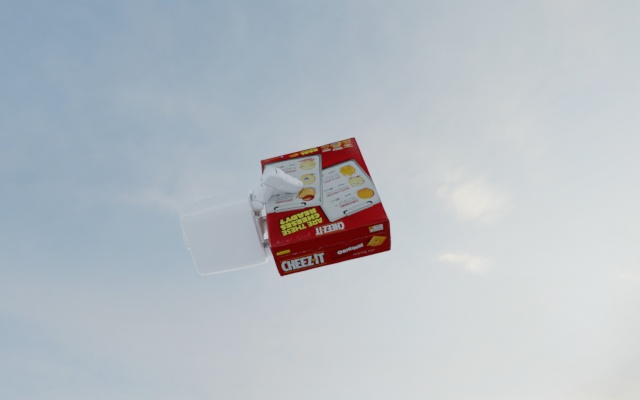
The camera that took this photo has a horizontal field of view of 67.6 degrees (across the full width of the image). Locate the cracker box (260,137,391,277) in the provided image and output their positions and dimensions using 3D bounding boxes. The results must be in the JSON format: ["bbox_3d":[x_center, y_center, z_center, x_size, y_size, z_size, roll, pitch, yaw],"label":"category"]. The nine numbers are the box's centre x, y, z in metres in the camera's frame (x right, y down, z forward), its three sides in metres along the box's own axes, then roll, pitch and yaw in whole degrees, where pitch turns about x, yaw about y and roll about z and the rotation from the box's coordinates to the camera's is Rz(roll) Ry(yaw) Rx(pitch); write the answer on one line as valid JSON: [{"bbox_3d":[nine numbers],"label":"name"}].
[{"bbox_3d":[0.000,0.002,0.725,0.164,0.072,0.213,-14,40,-1],"label":"cracker box"}]
